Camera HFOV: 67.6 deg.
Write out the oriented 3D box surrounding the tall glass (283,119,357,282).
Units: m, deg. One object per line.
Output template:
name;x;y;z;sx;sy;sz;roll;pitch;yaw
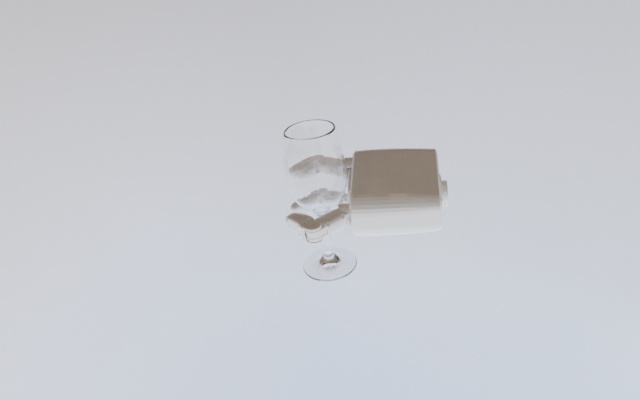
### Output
tall glass;0.000;0.003;0.608;0.079;0.201;0.079;-7;30;4
